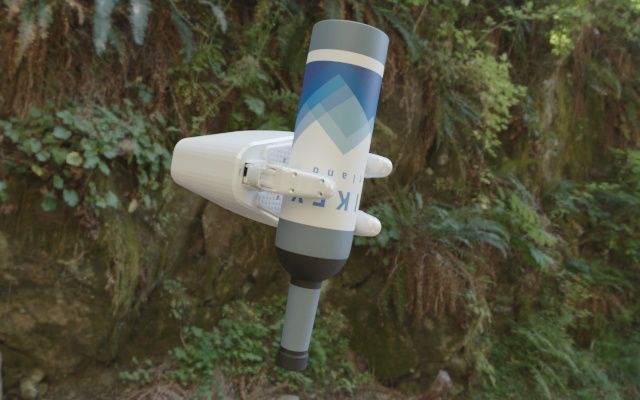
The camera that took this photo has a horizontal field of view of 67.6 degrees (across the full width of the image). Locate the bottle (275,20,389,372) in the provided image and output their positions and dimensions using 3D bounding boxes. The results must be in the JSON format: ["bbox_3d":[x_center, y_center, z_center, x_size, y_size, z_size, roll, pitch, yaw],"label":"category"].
[{"bbox_3d":[0.000,0.001,0.417,0.069,0.296,0.069,10,2,0],"label":"bottle"}]
